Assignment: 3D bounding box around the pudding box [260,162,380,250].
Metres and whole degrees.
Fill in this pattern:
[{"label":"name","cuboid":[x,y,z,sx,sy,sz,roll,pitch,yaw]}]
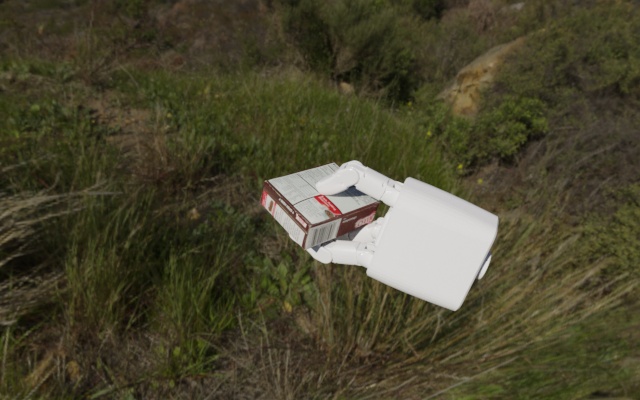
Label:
[{"label":"pudding box","cuboid":[0.000,0.002,0.564,0.113,0.039,0.090,-17,47,-39]}]
